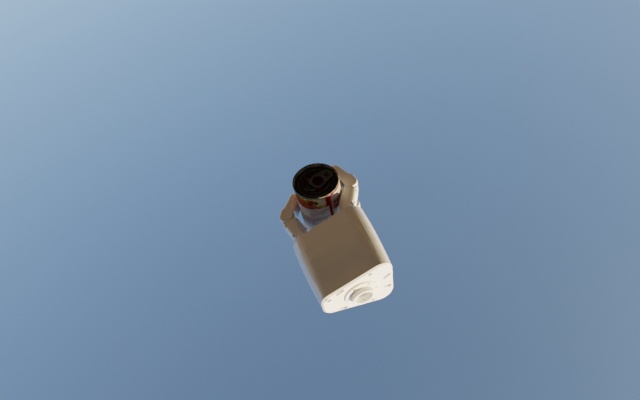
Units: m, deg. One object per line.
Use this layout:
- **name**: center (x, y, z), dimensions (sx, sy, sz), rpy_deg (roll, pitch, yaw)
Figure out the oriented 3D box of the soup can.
- **soup can**: center (0.000, 0.002, 0.723), dimensions (0.068, 0.068, 0.102), rpy_deg (0, -38, 10)
